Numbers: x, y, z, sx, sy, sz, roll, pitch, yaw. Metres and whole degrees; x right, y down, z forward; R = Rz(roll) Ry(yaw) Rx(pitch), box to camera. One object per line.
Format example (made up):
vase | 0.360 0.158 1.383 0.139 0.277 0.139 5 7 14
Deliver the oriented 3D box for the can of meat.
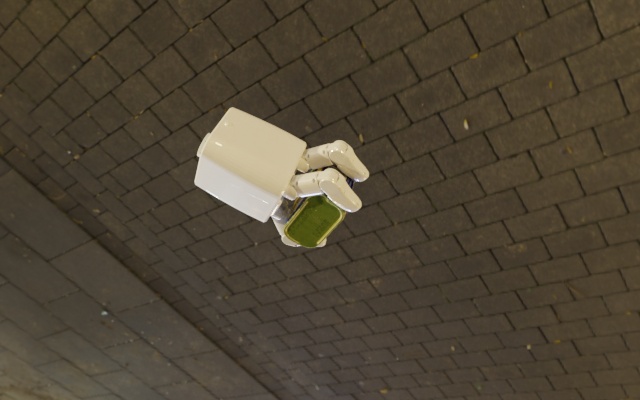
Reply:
can of meat | 0.000 0.002 0.618 0.057 0.084 0.102 31 -47 -9
